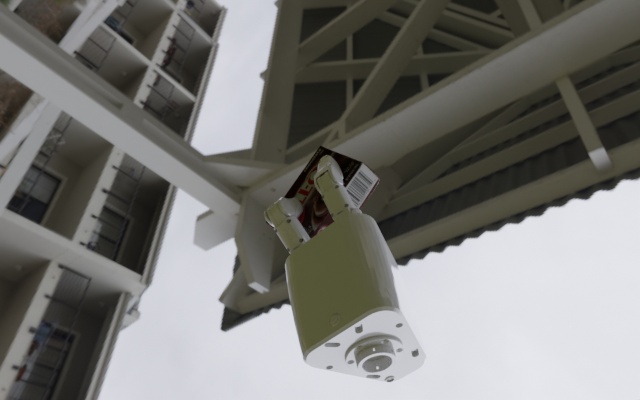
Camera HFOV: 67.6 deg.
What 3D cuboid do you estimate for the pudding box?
[{"bbox_3d":[0.000,0.002,0.523,0.039,0.113,0.090,40,-5,-35],"label":"pudding box"}]
